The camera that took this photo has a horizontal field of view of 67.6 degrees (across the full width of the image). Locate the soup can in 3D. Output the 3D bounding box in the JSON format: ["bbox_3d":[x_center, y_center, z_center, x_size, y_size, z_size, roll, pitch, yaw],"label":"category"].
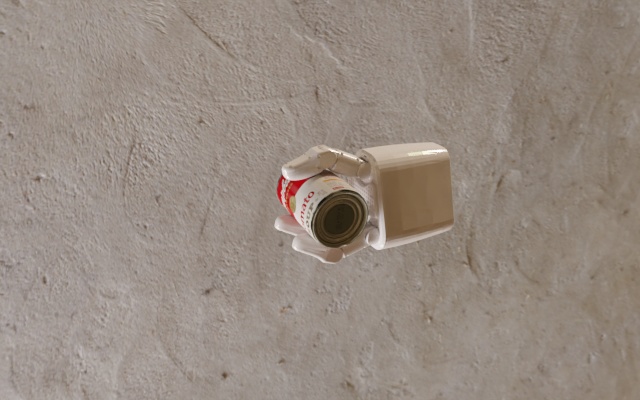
[{"bbox_3d":[0.000,0.002,0.528,0.068,0.068,0.102,0,22,-27],"label":"soup can"}]
